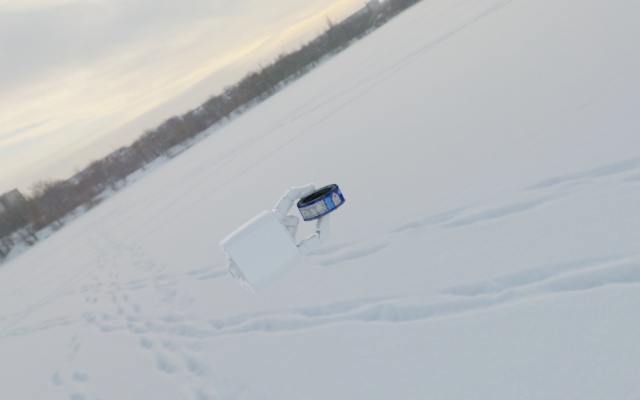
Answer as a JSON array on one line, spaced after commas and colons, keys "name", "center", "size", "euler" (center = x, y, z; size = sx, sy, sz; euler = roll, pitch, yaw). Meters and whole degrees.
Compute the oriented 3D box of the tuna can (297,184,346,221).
[{"name": "tuna can", "center": [0.000, 0.002, 0.870], "size": [0.086, 0.034, 0.086], "euler": [-25, 12, 6]}]
